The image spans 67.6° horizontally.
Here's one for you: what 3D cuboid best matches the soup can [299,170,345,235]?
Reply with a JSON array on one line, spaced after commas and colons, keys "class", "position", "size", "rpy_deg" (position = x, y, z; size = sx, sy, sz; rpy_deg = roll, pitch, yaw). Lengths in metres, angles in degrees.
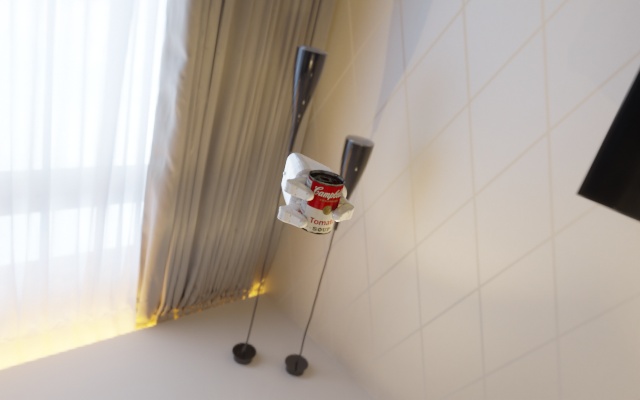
[{"class": "soup can", "position": [0.000, 0.003, 0.877], "size": [0.068, 0.102, 0.068], "rpy_deg": [13, 23, -5]}]
